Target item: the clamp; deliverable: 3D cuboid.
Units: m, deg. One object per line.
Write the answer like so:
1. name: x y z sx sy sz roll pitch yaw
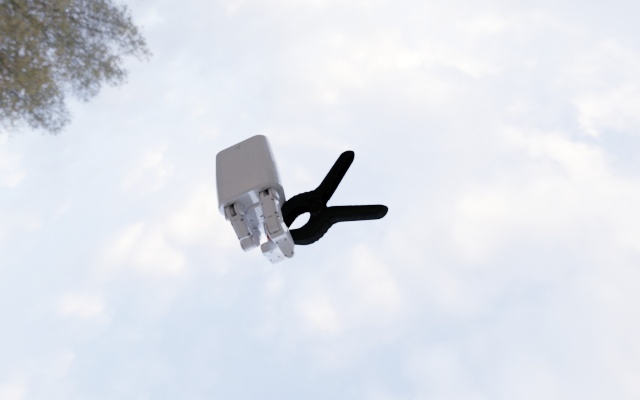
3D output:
1. clamp: 0.000 0.003 0.673 0.171 0.120 0.039 -23 -38 9
